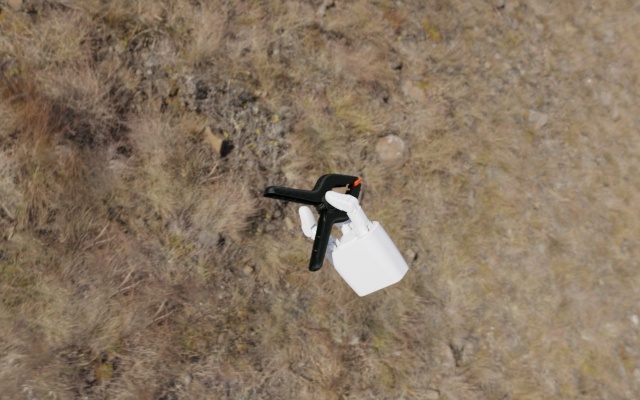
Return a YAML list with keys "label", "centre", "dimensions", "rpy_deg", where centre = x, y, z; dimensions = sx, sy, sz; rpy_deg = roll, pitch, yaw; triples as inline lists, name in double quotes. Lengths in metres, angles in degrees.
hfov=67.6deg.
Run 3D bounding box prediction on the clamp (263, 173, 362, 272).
- label: "clamp"
  centre: [0.001, 0.002, 0.859]
  dimensions: [0.036, 0.164, 0.210]
  rpy_deg: [-22, 18, 49]
